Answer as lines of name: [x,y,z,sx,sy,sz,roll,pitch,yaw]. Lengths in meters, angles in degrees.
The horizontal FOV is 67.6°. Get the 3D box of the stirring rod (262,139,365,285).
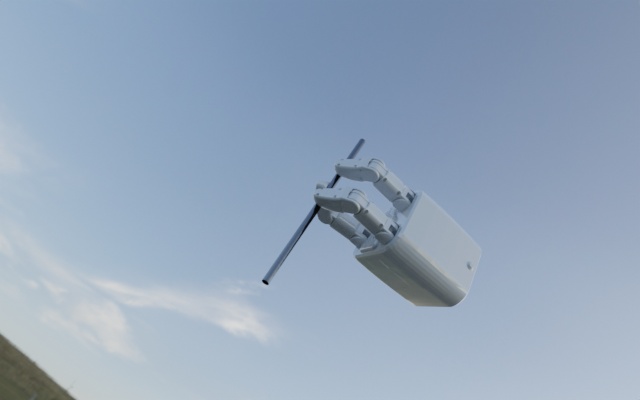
stirring rod: [0.000,0.002,0.538,0.011,0.011,0.239,0,40,36]
